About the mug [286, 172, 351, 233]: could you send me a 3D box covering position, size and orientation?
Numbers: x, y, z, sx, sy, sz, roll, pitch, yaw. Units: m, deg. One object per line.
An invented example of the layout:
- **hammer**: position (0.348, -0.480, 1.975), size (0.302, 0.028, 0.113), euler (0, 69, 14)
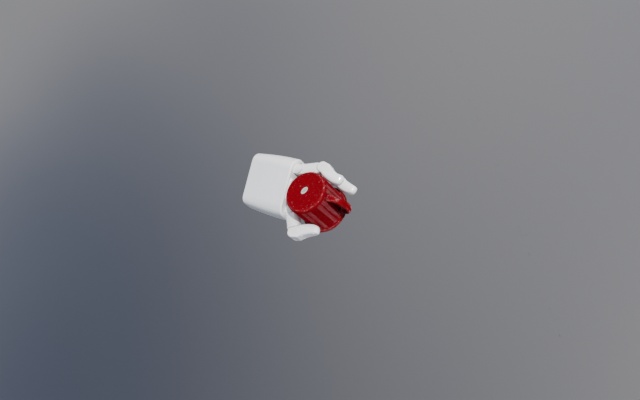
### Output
- **mug**: position (0.001, 0.003, 0.859), size (0.117, 0.093, 0.081), euler (13, -18, 34)
